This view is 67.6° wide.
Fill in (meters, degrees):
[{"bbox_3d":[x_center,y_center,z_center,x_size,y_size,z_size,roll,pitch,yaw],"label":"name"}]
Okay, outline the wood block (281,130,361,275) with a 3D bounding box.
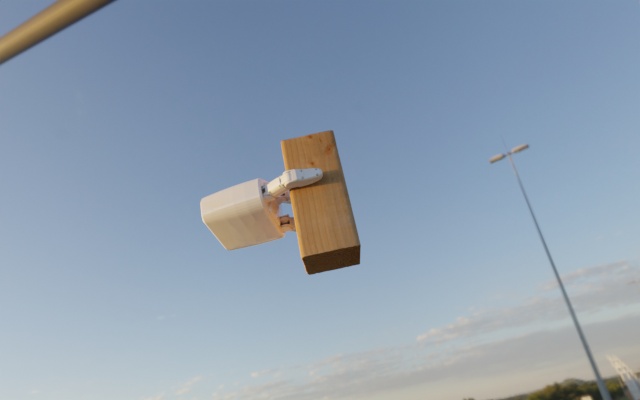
[{"bbox_3d":[0.000,0.002,0.773,0.090,0.206,0.091,-12,-26,-1],"label":"wood block"}]
